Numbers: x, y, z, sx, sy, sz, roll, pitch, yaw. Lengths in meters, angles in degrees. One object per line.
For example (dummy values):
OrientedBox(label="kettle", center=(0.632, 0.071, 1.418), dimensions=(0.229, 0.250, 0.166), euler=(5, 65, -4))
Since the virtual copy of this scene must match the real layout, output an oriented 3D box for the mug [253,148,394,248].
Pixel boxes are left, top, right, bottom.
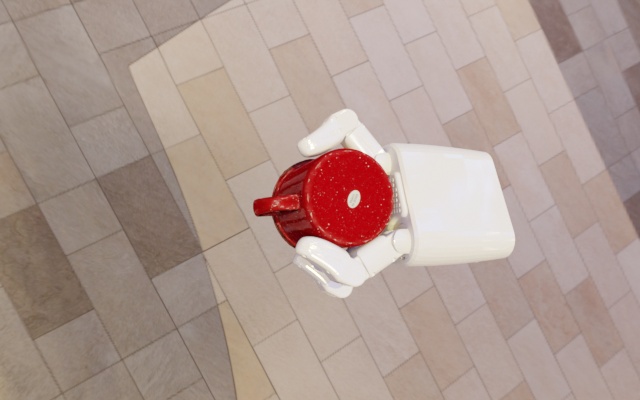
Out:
OrientedBox(label="mug", center=(-0.001, 0.001, 0.415), dimensions=(0.117, 0.093, 0.081), euler=(-1, -6, -21))
